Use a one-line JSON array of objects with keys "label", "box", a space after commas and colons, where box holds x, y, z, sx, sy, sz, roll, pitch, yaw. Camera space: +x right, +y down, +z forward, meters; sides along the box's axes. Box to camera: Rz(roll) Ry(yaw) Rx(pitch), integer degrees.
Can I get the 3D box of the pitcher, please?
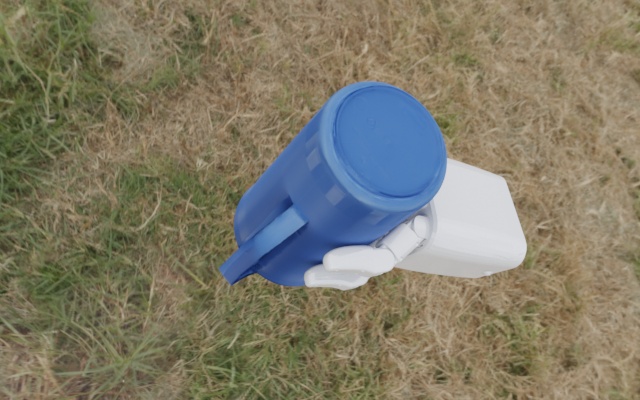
[{"label": "pitcher", "box": [0.000, 0.001, 0.447, 0.145, 0.149, 0.243, 13, -24, -18]}]
